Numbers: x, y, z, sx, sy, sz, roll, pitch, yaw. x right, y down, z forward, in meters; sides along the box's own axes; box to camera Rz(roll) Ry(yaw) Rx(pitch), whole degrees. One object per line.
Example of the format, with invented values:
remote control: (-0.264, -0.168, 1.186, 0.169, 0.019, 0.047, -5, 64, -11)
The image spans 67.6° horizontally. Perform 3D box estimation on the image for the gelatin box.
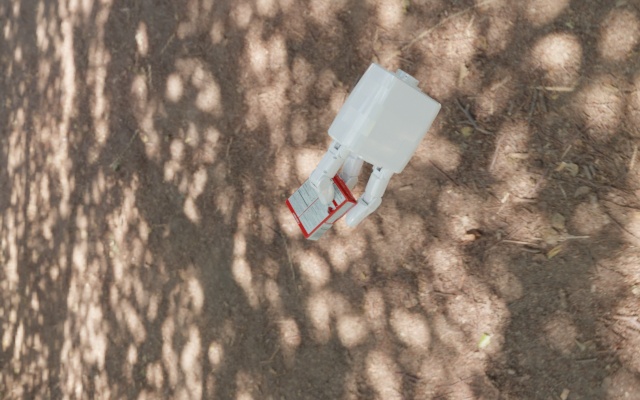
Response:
gelatin box: (0.000, 0.002, 0.686, 0.089, 0.073, 0.030, -44, -32, 20)
